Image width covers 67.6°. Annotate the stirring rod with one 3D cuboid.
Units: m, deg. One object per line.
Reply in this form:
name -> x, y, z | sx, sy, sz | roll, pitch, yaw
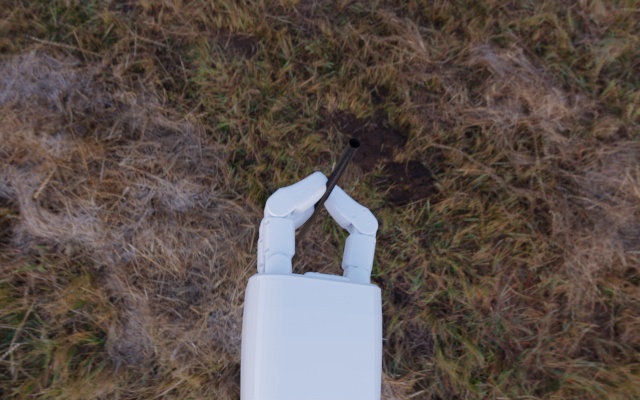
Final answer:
stirring rod -> 0.000, 0.002, 0.435 | 0.011, 0.011, 0.240 | 0, -20, -12
